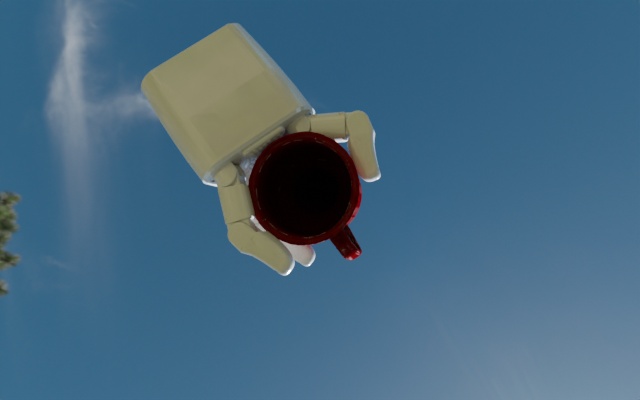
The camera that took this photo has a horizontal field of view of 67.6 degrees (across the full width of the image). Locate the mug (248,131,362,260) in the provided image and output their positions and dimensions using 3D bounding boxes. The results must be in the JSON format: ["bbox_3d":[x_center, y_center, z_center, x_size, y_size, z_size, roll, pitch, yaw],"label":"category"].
[{"bbox_3d":[0.001,0.003,0.425,0.093,0.117,0.081,-38,-9,7],"label":"mug"}]
